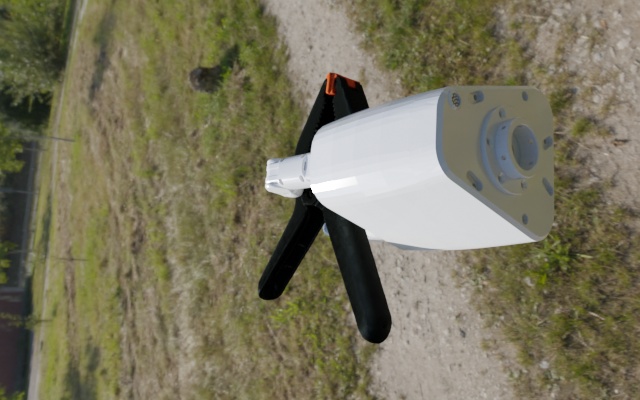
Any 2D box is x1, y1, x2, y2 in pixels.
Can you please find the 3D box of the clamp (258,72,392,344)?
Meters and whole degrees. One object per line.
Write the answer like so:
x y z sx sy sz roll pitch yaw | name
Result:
0.000 0.001 0.401 0.036 0.210 0.164 10 -11 -37 | clamp
